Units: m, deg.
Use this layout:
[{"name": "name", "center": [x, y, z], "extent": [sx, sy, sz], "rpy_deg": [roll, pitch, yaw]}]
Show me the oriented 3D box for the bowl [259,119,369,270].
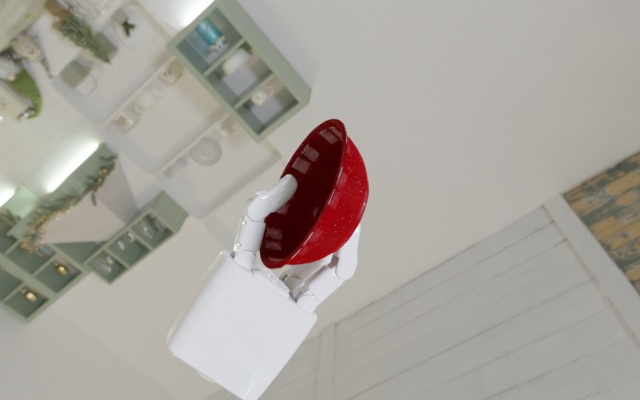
[{"name": "bowl", "center": [0.001, 0.001, 0.481], "extent": [0.055, 0.162, 0.162], "rpy_deg": [25, -10, -22]}]
